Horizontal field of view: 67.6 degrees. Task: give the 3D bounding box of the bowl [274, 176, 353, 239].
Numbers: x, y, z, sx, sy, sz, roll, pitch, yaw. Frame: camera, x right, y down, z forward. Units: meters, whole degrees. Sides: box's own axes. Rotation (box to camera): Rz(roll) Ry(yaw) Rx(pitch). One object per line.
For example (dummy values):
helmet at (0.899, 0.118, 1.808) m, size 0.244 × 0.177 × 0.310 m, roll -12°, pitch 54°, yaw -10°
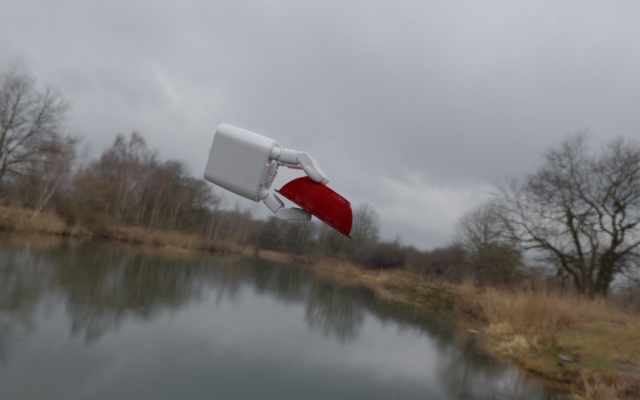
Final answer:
bowl at (0.001, 0.003, 0.847) m, size 0.162 × 0.055 × 0.162 m, roll 33°, pitch -2°, yaw 1°
